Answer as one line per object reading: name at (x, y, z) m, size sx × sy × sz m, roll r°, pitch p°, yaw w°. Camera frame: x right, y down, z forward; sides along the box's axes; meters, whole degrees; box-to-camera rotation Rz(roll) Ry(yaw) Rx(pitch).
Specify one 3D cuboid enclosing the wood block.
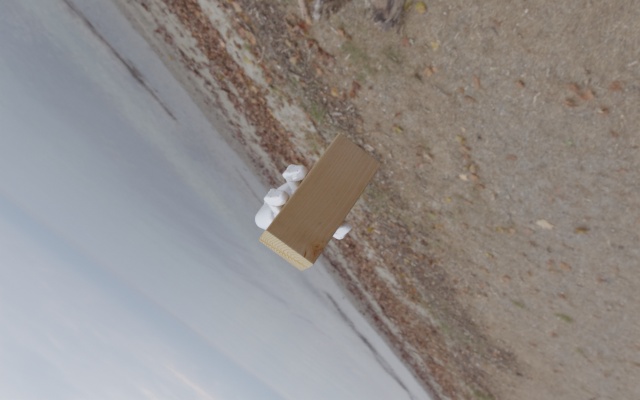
wood block at (0.000, 0.003, 0.786) m, size 0.091 × 0.206 × 0.090 m, roll 37°, pitch -20°, yaw -3°
